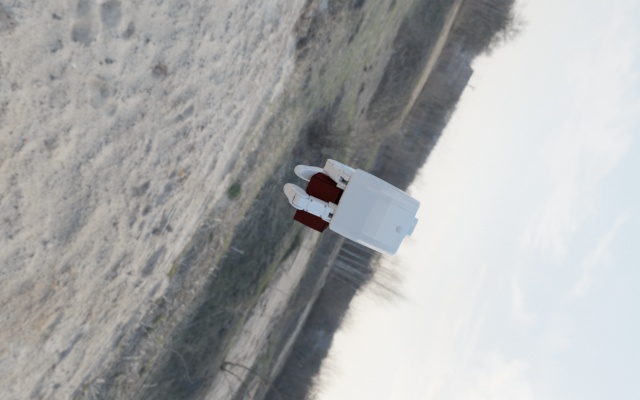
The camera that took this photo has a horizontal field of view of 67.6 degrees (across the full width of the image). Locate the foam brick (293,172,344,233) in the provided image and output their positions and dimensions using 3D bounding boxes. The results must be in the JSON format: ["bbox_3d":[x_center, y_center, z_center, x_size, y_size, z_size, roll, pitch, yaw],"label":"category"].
[{"bbox_3d":[0.000,0.003,0.744,0.051,0.078,0.053,26,15,7],"label":"foam brick"}]
